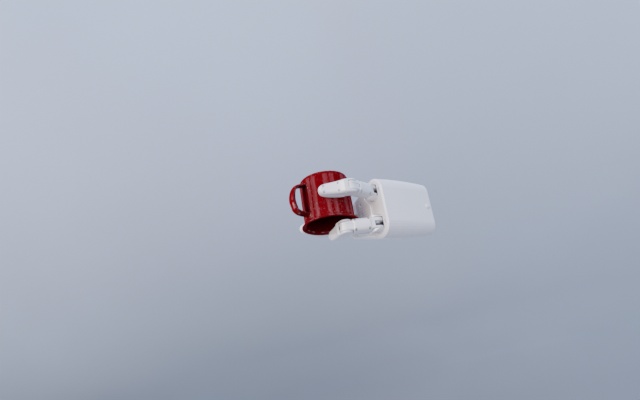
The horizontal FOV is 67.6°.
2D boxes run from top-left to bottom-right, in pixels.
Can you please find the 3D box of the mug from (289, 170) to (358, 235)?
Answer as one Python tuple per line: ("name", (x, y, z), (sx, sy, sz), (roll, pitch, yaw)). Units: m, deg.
("mug", (-0.001, 0.002, 0.776), (0.117, 0.081, 0.093), (5, -26, -32))
